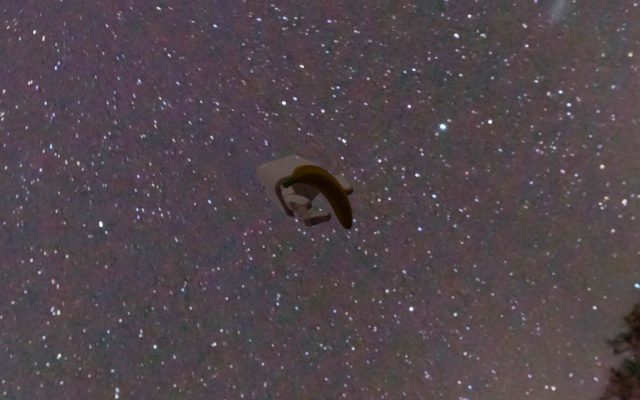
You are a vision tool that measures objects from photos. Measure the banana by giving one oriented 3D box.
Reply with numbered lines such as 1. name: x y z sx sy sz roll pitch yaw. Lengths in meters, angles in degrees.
1. banana: 0.008 -0.014 0.882 0.198 0.069 0.037 35 -4 -40
